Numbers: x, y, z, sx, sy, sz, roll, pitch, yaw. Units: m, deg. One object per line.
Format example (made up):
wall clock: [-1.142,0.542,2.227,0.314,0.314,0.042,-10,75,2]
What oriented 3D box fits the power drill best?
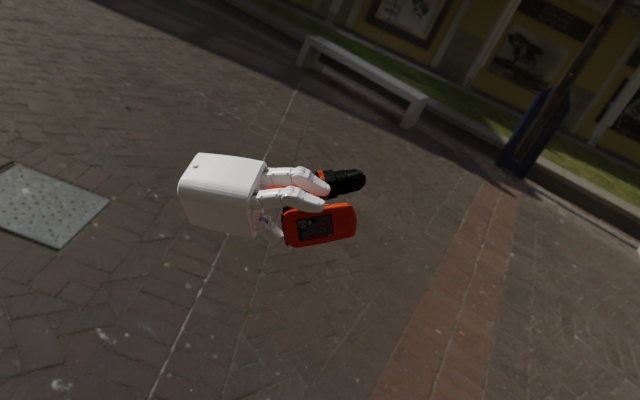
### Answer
power drill: [0.000,0.003,0.755,0.184,0.057,0.187,-12,21,-6]
